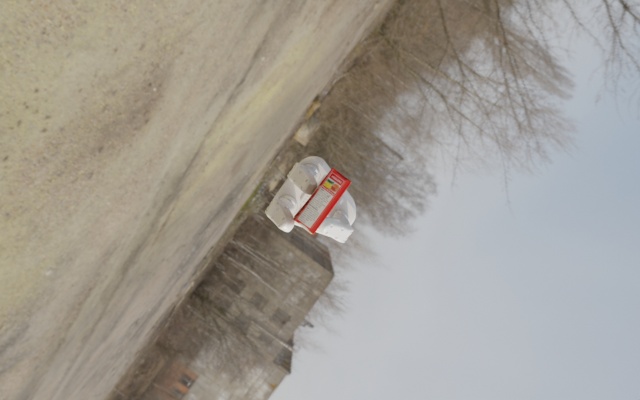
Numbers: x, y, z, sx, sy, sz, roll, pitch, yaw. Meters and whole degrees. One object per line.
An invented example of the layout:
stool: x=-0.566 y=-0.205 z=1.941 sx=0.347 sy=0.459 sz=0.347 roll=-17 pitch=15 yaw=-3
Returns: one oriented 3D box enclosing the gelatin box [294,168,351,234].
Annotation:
gelatin box: x=0.000 y=0.002 z=0.564 sx=0.030 sy=0.073 sz=0.089 roll=37 pitch=-3 yaw=-1
